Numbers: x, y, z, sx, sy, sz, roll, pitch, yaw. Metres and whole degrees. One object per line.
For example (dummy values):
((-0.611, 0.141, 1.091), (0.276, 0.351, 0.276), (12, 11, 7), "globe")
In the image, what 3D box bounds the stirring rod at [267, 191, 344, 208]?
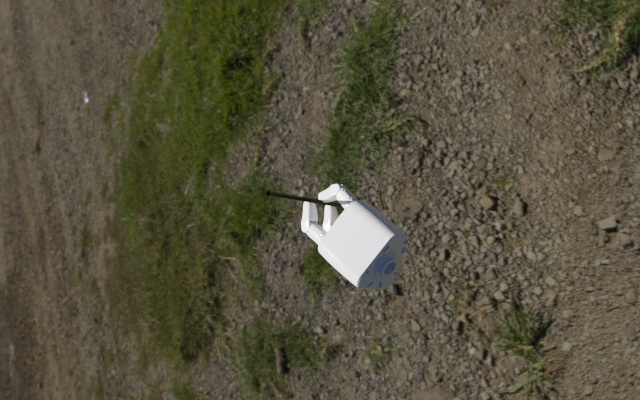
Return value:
((0.000, 0.003, 0.862), (0.239, 0.011, 0.011), (10, -7, -44), "stirring rod")
